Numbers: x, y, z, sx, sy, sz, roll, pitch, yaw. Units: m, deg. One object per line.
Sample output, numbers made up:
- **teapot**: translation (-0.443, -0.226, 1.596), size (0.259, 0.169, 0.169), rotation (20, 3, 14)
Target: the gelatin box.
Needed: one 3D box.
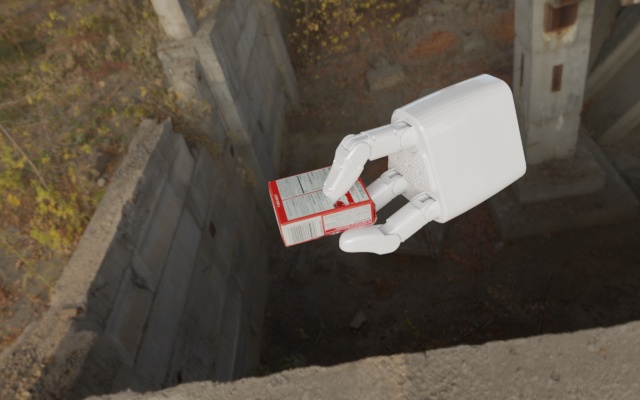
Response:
- **gelatin box**: translation (0.000, 0.001, 0.457), size (0.089, 0.030, 0.073), rotation (-15, 37, -6)
